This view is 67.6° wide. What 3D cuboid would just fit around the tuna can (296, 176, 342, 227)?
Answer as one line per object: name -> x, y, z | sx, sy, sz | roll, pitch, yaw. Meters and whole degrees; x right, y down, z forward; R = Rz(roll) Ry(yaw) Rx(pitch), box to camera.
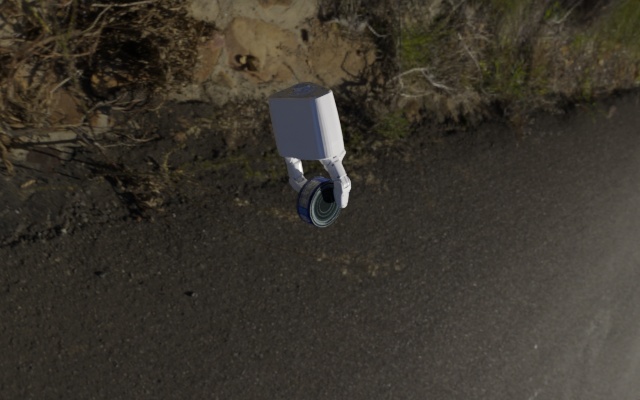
tuna can -> 0.001, 0.003, 0.838 | 0.033, 0.086, 0.086 | 21, 14, 41
